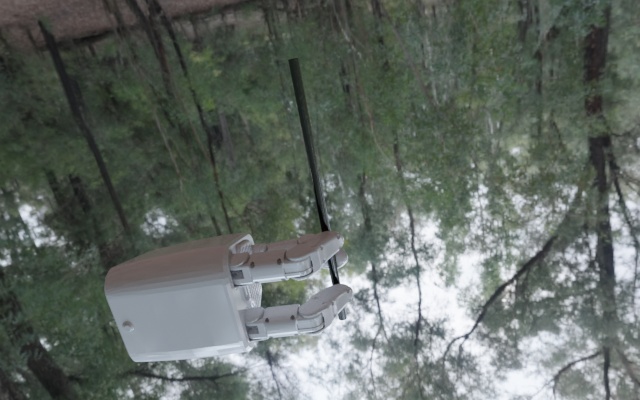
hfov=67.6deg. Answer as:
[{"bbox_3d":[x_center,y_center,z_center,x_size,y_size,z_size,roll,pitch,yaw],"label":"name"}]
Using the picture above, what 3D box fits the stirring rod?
[{"bbox_3d":[0.000,0.001,0.411,0.011,0.240,0.011,-9,21,4],"label":"stirring rod"}]
